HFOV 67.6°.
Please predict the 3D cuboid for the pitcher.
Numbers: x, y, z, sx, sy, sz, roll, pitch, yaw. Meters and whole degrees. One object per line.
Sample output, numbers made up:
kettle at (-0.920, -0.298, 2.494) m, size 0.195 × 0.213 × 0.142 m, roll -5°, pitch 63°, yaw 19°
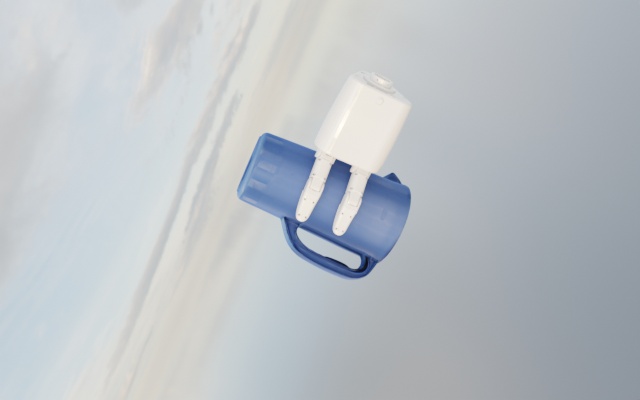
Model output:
pitcher at (0.000, 0.002, 0.718) m, size 0.243 × 0.145 × 0.149 m, roll 23°, pitch 26°, yaw -11°
